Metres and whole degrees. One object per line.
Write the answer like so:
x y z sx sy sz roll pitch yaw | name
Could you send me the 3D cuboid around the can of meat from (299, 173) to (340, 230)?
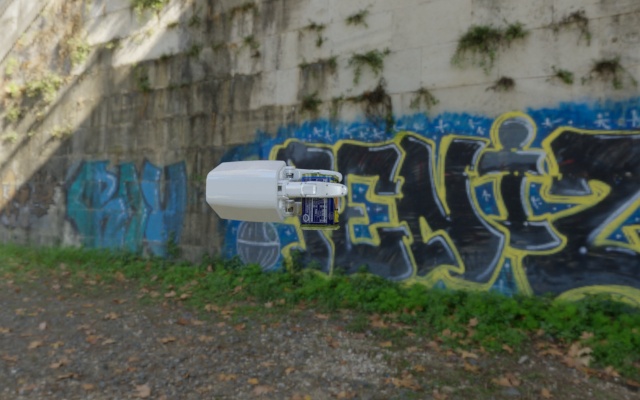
0.000 0.002 0.746 0.057 0.084 0.102 1 -1 7 | can of meat
